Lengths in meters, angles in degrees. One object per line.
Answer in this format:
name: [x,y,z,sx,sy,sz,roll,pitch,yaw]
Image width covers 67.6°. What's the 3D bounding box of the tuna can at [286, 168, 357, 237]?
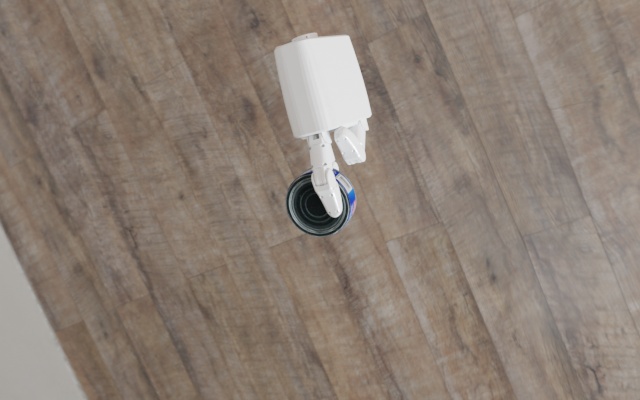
tuna can: [0.000,0.002,0.601,0.086,0.086,0.033,0,18,18]
